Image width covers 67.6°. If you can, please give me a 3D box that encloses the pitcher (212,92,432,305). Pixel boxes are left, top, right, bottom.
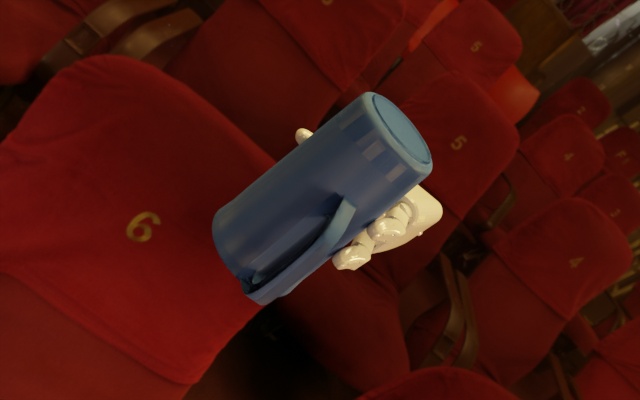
[{"bbox_3d":[0.000,0.002,0.530,0.243,0.149,0.145,-40,-22,26],"label":"pitcher"}]
